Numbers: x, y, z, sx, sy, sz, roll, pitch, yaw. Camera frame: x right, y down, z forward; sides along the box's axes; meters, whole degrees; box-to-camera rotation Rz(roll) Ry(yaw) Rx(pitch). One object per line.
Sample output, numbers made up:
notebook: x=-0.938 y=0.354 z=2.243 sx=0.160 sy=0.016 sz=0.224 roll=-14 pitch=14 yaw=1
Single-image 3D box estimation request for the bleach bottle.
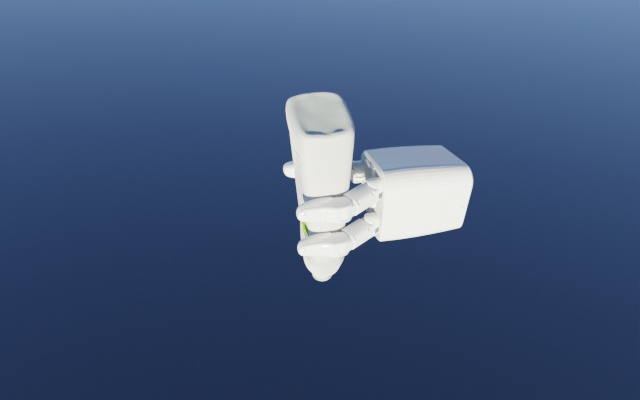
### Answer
bleach bottle: x=0.000 y=0.002 z=0.588 sx=0.068 sy=0.251 sz=0.102 roll=-7 pitch=42 yaw=-8
